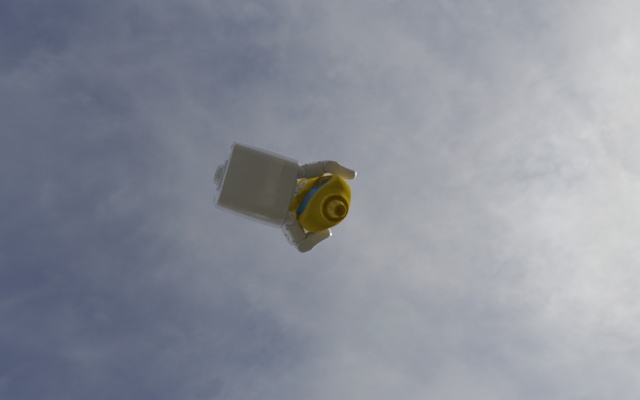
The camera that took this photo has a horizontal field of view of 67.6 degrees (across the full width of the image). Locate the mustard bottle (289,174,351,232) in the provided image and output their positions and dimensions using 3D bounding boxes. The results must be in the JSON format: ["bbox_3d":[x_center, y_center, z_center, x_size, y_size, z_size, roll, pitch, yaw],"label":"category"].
[{"bbox_3d":[0.000,0.003,0.746,0.058,0.096,0.191,43,-6,-16],"label":"mustard bottle"}]
